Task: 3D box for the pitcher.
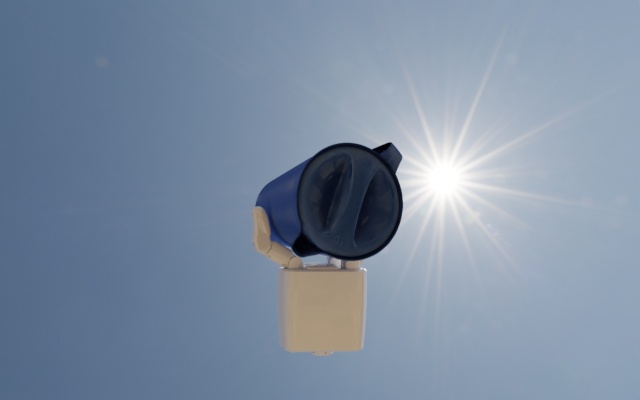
[{"bbox_3d":[0.000,0.002,0.640,0.149,0.145,0.243,2,-4,-22],"label":"pitcher"}]
